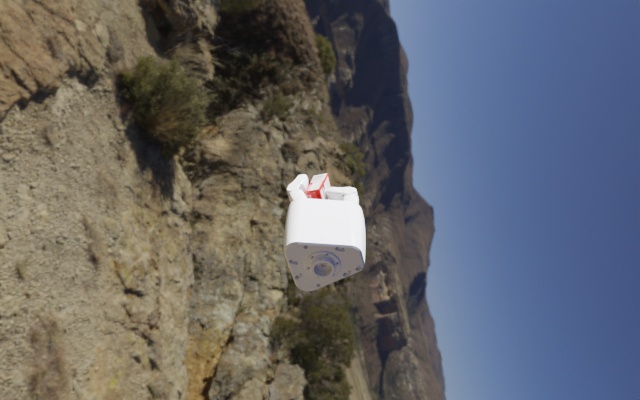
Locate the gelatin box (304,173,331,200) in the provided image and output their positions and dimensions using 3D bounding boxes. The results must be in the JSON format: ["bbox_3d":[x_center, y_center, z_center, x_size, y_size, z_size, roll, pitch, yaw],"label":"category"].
[{"bbox_3d":[0.001,0.002,0.816,0.030,0.073,0.089,-9,20,14],"label":"gelatin box"}]
